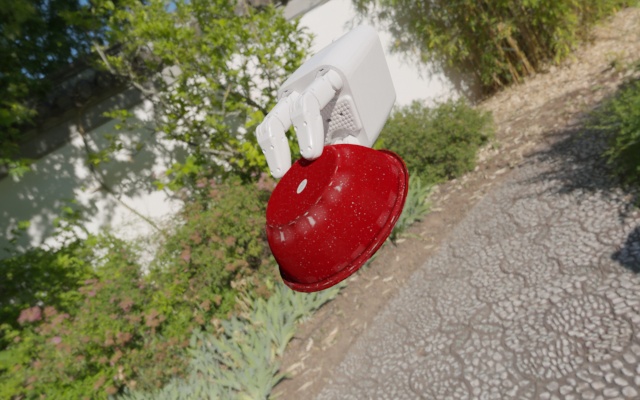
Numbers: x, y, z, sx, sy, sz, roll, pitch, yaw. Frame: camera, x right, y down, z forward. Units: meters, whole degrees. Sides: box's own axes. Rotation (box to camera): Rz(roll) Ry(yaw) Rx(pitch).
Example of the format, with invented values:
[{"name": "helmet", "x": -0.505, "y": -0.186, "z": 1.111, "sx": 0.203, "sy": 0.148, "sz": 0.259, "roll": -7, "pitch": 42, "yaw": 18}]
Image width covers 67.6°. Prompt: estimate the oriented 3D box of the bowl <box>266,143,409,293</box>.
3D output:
[{"name": "bowl", "x": 0.000, "y": 0.002, "z": 0.440, "sx": 0.055, "sy": 0.162, "sz": 0.162, "roll": 40, "pitch": -22, "yaw": -28}]
